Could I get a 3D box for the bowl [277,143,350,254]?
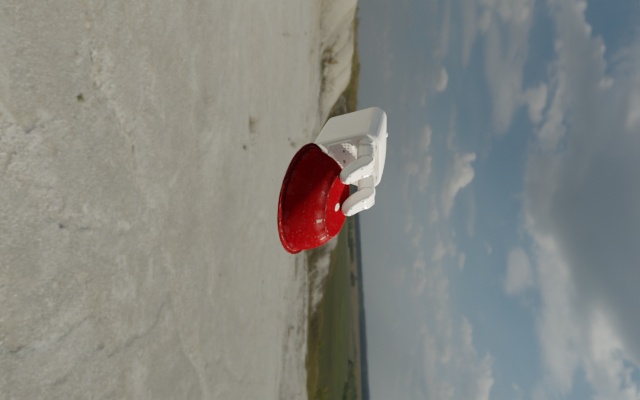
[{"bbox_3d":[0.000,0.003,0.676,0.055,0.162,0.162,11,4,22],"label":"bowl"}]
